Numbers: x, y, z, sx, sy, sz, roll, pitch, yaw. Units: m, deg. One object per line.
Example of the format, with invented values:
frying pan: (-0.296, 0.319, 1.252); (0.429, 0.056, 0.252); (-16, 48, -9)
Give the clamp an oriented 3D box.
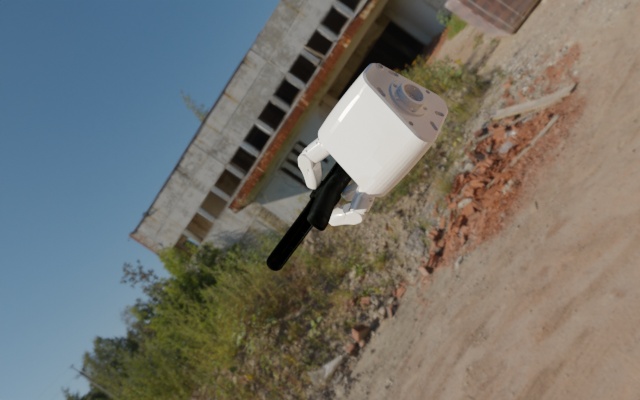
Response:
clamp: (0.000, 0.001, 0.665); (0.036, 0.210, 0.165); (38, -43, -6)
